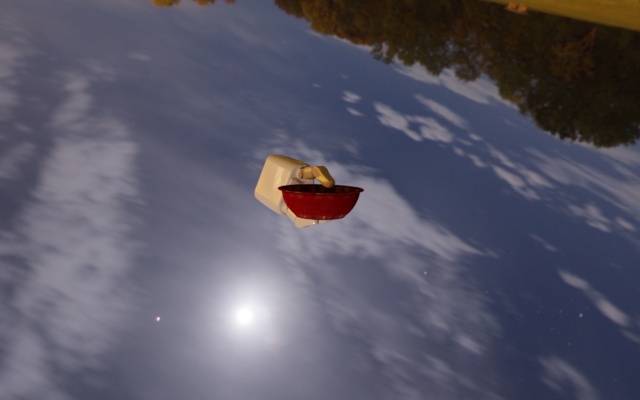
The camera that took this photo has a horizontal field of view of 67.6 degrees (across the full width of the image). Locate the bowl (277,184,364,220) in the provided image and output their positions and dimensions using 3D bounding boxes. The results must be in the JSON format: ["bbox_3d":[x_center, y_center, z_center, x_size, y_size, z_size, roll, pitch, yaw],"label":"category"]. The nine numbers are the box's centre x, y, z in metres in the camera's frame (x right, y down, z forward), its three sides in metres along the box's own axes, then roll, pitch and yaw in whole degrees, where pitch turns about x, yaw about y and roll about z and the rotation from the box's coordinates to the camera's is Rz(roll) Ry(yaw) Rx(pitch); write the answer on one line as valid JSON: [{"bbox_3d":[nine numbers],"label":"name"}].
[{"bbox_3d":[0.001,0.004,0.891,0.162,0.055,0.162,1,7,0],"label":"bowl"}]
